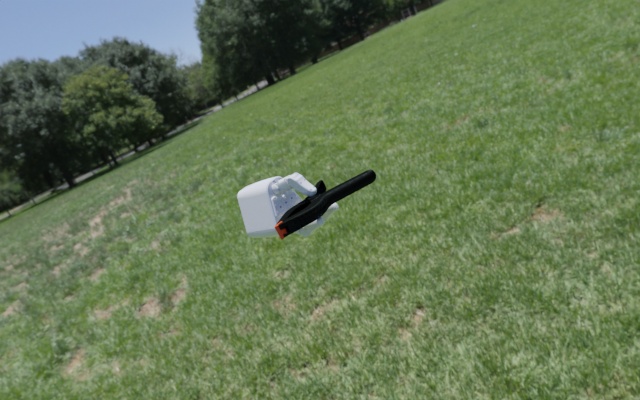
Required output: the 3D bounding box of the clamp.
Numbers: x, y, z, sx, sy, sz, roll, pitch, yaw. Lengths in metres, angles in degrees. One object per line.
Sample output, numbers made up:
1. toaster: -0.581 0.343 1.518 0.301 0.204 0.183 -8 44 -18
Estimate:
1. clamp: -0.001 0.003 0.893 0.164 0.036 0.210 -14 19 45
